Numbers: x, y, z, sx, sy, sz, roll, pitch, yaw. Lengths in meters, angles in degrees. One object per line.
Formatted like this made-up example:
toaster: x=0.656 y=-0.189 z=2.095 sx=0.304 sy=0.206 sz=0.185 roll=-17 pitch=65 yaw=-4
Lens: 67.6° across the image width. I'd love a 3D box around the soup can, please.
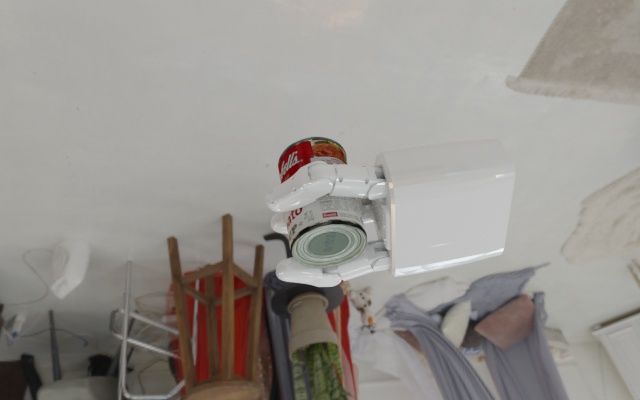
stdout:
soup can: x=0.000 y=0.002 z=0.434 sx=0.068 sy=0.102 sz=0.069 roll=-7 pitch=-39 yaw=-6
